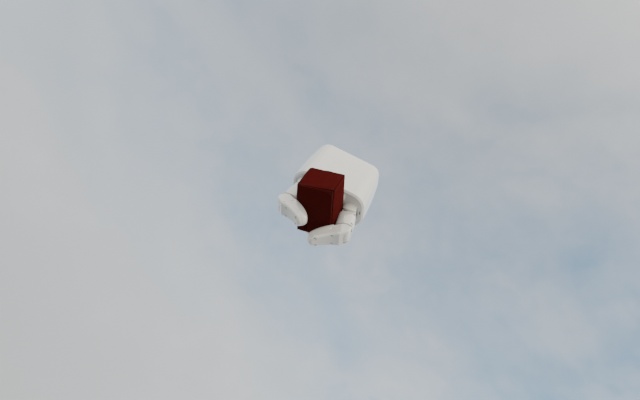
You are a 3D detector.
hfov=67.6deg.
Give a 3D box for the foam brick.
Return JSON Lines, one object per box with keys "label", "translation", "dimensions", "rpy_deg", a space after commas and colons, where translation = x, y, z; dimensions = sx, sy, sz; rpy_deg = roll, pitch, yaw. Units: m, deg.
{"label": "foam brick", "translation": [0.000, 0.002, 0.661], "dimensions": [0.053, 0.078, 0.051], "rpy_deg": [13, 36, 16]}
